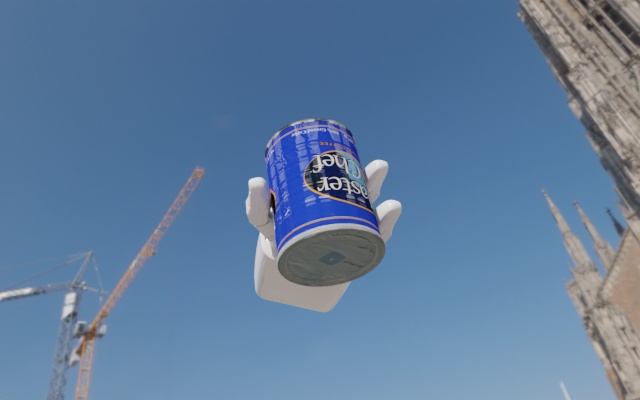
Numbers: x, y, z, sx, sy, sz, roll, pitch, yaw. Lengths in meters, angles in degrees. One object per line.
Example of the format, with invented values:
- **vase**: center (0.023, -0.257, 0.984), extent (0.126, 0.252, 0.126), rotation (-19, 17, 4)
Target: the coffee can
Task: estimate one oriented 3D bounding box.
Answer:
- **coffee can**: center (0.000, 0.002, 0.487), extent (0.103, 0.140, 0.103), rotation (-7, -37, -5)
